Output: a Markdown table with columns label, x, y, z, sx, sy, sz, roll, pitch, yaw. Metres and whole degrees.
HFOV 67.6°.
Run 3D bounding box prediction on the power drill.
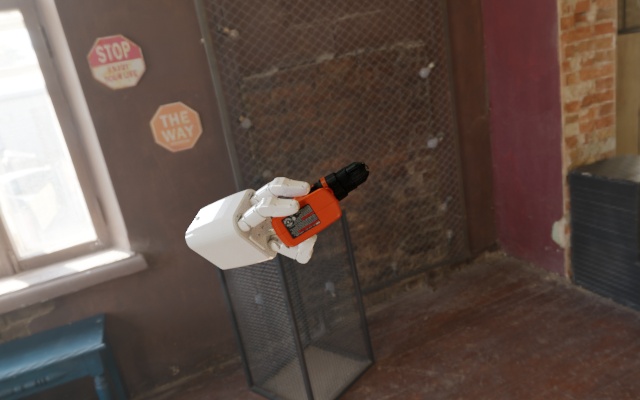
| label | x | y | z | sx | sy | sz | roll | pitch | yaw |
| --- | --- | --- | --- | --- | --- | --- | --- | --- | --- |
| power drill | 0.000 | 0.003 | 0.783 | 0.184 | 0.057 | 0.187 | -34 | 4 | 10 |
